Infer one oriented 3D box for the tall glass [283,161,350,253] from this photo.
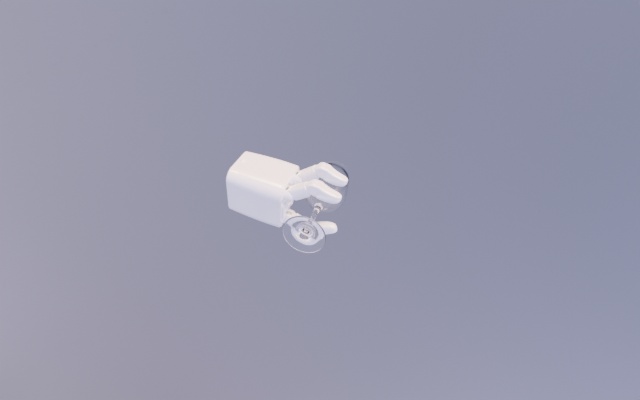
[{"bbox_3d":[0.000,0.003,0.857,0.079,0.079,0.201,0,32,19],"label":"tall glass"}]
